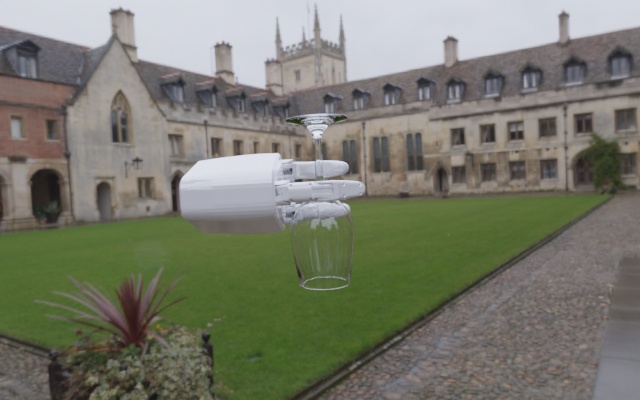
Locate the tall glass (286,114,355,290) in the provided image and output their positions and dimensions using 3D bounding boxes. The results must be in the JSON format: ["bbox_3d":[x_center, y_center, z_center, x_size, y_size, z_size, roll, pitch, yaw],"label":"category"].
[{"bbox_3d":[0.000,0.001,0.573,0.079,0.201,0.079,-3,2,0],"label":"tall glass"}]
